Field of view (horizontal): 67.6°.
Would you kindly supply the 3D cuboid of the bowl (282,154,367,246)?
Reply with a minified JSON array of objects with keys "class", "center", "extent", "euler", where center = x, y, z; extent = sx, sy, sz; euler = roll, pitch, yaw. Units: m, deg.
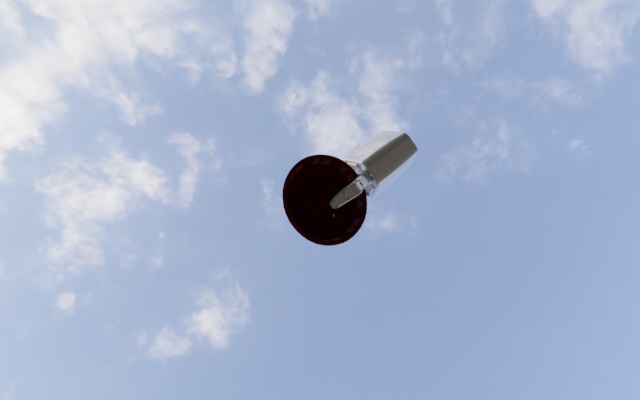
[{"class":"bowl","center":[-0.001,0.003,0.846],"extent":[0.162,0.162,0.055],"euler":[0,-11,-25]}]
